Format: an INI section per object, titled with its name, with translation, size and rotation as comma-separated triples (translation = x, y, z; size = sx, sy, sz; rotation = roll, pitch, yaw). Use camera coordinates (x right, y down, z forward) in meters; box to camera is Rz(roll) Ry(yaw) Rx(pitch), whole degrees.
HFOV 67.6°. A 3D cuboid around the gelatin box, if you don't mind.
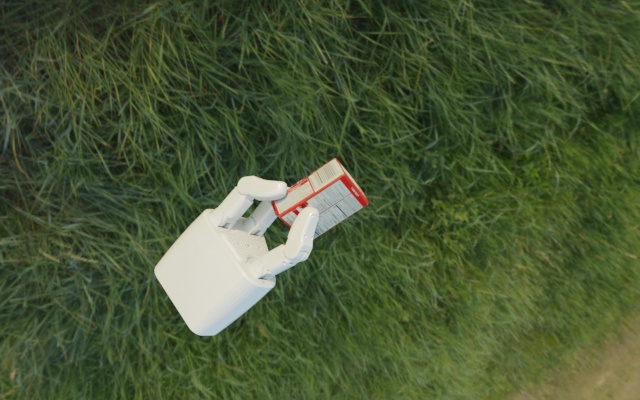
[gelatin box]
translation = 0.001, 0.002, 0.541
size = 0.089, 0.030, 0.073
rotation = -33, -38, 9
